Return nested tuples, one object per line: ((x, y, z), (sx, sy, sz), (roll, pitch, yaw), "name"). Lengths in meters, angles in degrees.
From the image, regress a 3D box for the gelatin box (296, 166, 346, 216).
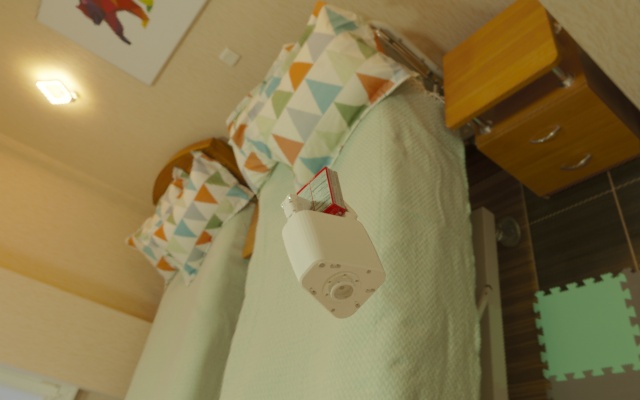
((0.000, 0.002, 0.741), (0.030, 0.089, 0.073), (27, -56, -33), "gelatin box")
